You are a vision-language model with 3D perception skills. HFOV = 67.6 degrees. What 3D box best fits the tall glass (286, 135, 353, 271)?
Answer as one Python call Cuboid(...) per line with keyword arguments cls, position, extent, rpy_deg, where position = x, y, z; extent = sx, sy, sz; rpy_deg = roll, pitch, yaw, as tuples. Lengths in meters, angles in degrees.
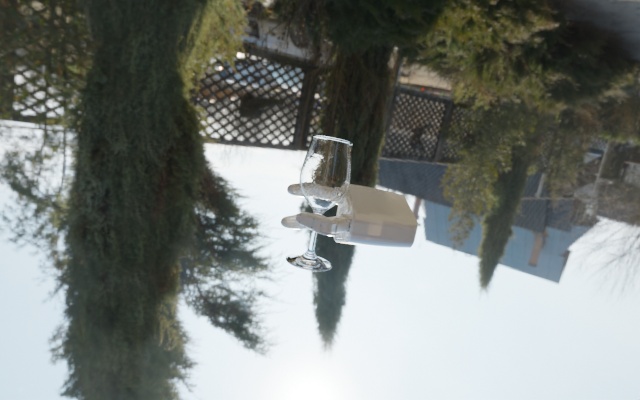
Cuboid(cls="tall glass", position=(0.000, 0.003, 0.739), extent=(0.079, 0.201, 0.079), rpy_deg=(10, 11, -2))
